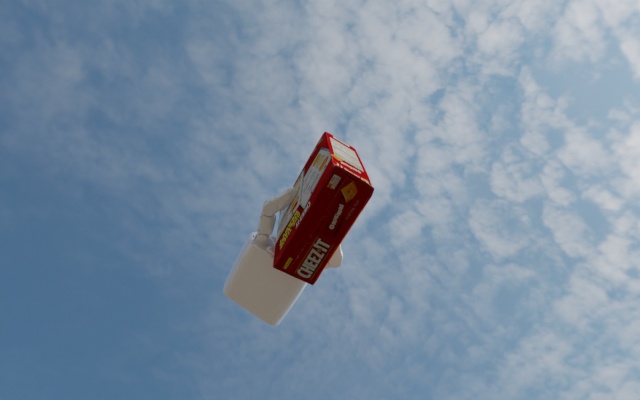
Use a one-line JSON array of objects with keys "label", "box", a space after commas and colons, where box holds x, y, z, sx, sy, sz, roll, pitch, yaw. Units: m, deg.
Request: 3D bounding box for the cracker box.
[{"label": "cracker box", "box": [0.000, 0.002, 0.716, 0.072, 0.164, 0.213, 27, 16, -12]}]
